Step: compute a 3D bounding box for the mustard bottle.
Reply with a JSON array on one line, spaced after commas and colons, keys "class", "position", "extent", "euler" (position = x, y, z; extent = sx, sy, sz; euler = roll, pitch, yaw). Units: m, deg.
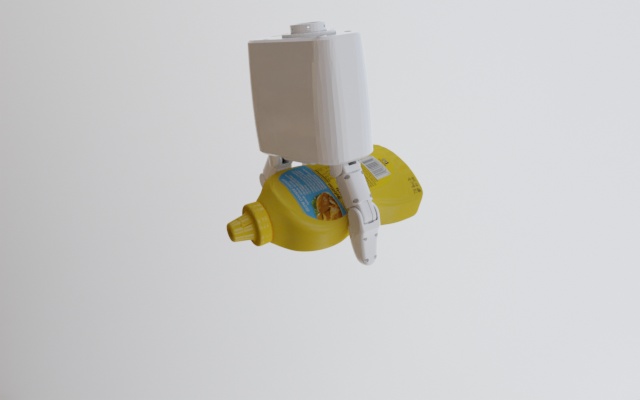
[{"class": "mustard bottle", "position": [0.000, 0.002, 0.469], "extent": [0.191, 0.058, 0.096], "euler": [-18, 50, -27]}]
